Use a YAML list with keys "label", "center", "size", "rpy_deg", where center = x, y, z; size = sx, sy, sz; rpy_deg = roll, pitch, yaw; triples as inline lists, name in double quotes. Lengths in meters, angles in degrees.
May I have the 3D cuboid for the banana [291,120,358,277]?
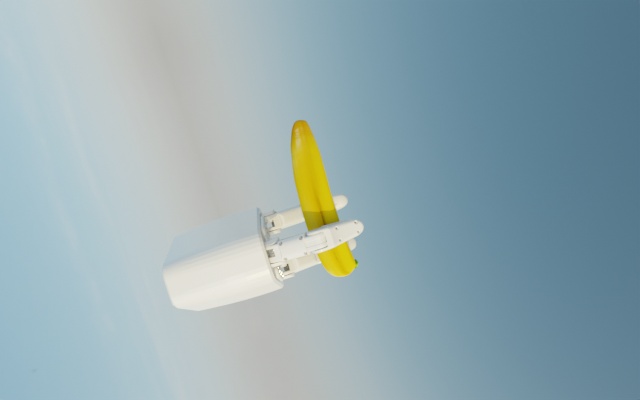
- label: "banana"
  center: [0.001, 0.012, 0.522]
  size: [0.037, 0.198, 0.069]
  rpy_deg: [-16, 24, 7]
